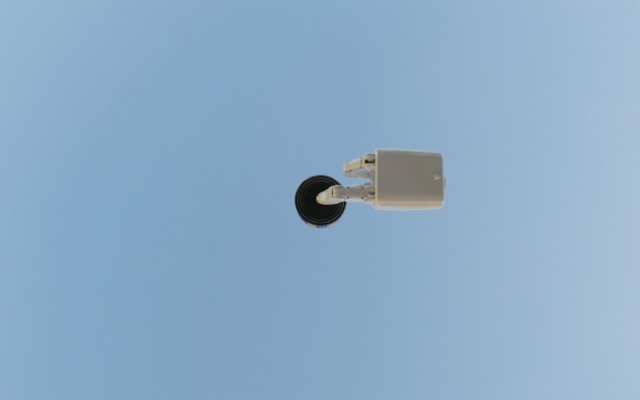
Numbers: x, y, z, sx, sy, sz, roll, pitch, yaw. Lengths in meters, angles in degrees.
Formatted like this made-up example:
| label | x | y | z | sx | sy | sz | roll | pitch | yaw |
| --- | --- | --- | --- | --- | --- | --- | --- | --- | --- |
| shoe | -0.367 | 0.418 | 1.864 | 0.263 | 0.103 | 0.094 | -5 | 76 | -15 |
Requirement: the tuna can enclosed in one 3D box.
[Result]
| label | x | y | z | sx | sy | sz | roll | pitch | yaw |
| --- | --- | --- | --- | --- | --- | --- | --- | --- | --- |
| tuna can | 0.000 | 0.003 | 0.796 | 0.086 | 0.086 | 0.034 | 0 | -12 | -1 |
